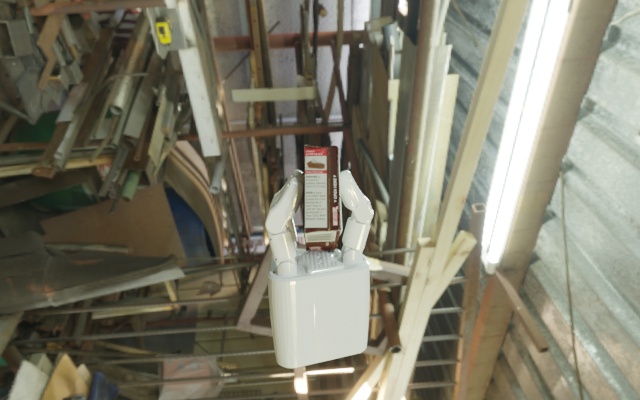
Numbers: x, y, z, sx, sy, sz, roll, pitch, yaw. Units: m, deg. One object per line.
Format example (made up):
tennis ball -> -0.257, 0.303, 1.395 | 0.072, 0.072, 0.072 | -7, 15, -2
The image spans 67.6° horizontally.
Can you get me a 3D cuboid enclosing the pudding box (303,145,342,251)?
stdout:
pudding box -> 0.000, 0.002, 0.509 | 0.039, 0.090, 0.113 | -1, -15, -3
